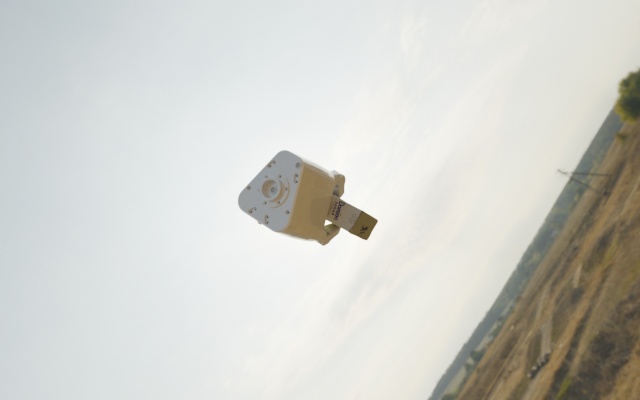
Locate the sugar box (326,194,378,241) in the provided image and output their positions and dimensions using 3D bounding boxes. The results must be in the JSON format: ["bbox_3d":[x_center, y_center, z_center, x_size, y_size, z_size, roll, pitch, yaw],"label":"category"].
[{"bbox_3d":[0.000,0.003,0.775,0.176,0.048,0.093,32,1,25],"label":"sugar box"}]
